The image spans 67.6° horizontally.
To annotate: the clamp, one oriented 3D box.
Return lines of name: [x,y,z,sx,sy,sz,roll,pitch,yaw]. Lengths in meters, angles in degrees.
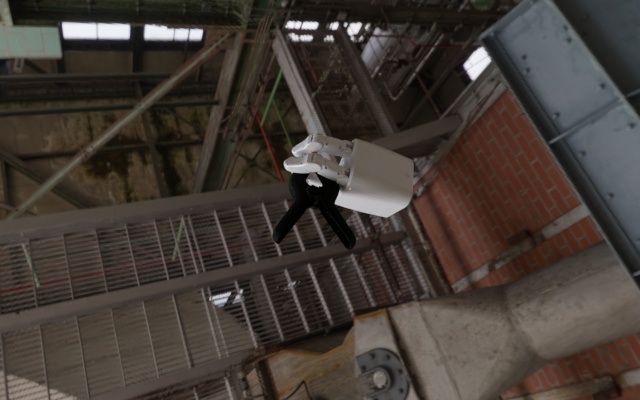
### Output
clamp: [0.000,0.003,0.725,0.120,0.171,0.039,16,-34,-9]
